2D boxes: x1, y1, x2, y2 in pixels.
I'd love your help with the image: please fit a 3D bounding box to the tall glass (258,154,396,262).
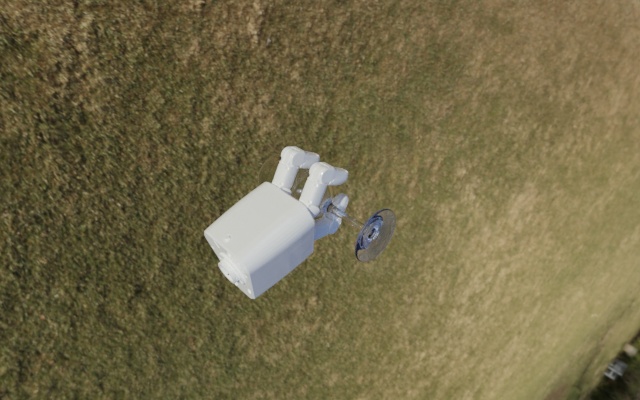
[{"bbox_3d":[0.001,0.002,0.645,0.201,0.079,0.079,32,20,36],"label":"tall glass"}]
